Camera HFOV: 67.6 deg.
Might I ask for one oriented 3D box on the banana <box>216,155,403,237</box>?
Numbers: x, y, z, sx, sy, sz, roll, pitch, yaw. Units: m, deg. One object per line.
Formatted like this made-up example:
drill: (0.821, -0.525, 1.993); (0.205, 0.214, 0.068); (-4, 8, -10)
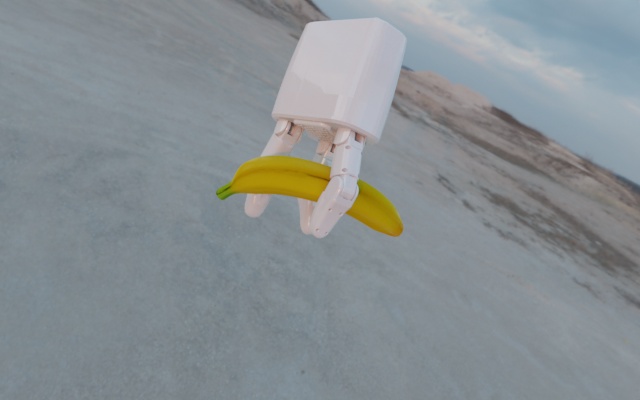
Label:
banana: (0.002, -0.007, 0.468); (0.198, 0.037, 0.070); (14, -28, -12)
